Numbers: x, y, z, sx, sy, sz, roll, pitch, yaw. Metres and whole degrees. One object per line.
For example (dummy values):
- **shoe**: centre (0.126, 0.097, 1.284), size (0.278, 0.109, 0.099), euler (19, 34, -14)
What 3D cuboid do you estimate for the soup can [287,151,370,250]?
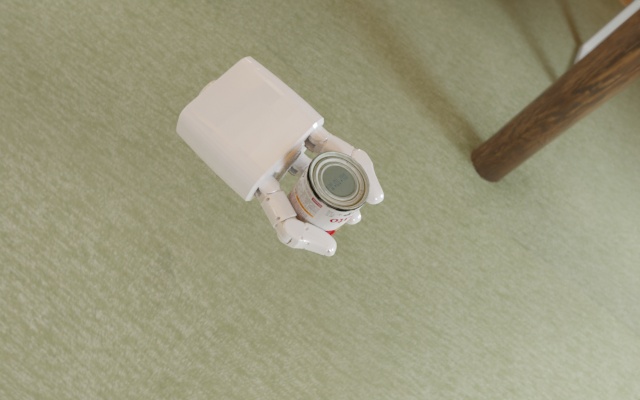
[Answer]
- **soup can**: centre (0.000, 0.002, 0.500), size (0.068, 0.068, 0.102), euler (0, -26, -25)
